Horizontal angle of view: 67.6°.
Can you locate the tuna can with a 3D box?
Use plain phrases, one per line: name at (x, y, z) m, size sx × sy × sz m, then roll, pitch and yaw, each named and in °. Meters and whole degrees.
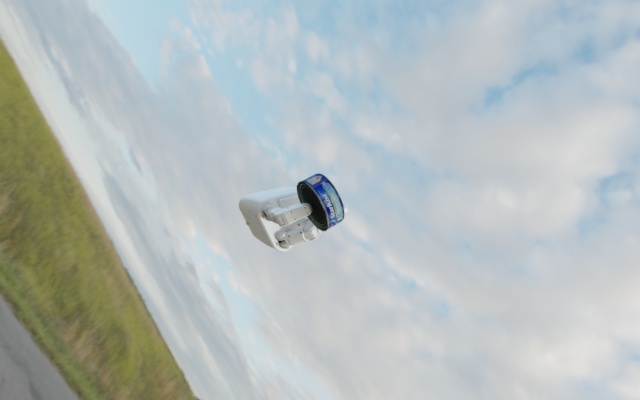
tuna can at (0.001, 0.002, 0.733) m, size 0.033 × 0.086 × 0.086 m, roll -28°, pitch 11°, yaw -21°
